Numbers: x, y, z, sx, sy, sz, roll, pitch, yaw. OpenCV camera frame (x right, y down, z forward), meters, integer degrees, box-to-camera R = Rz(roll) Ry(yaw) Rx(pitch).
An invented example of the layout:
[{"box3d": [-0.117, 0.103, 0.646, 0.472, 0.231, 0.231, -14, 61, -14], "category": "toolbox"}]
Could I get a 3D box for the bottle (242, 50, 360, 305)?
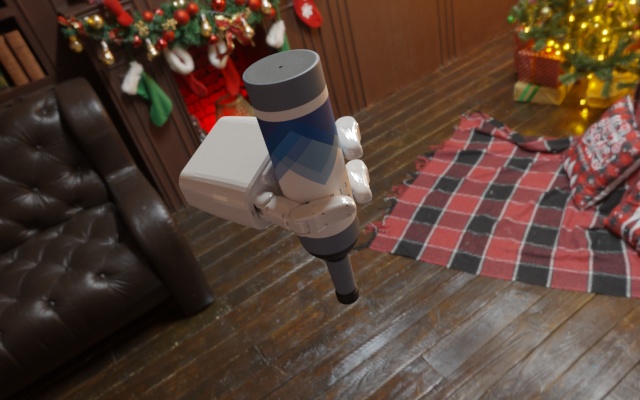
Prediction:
[{"box3d": [0.000, 0.001, 0.484, 0.069, 0.296, 0.069, -10, 37, 8], "category": "bottle"}]
